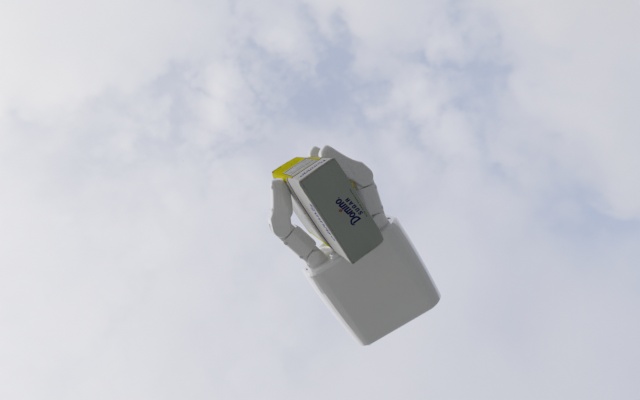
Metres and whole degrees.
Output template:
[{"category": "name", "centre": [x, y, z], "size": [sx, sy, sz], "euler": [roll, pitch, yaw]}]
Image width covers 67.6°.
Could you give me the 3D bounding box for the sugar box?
[{"category": "sugar box", "centre": [0.001, 0.001, 0.504], "size": [0.048, 0.093, 0.176], "euler": [-35, 13, -11]}]
